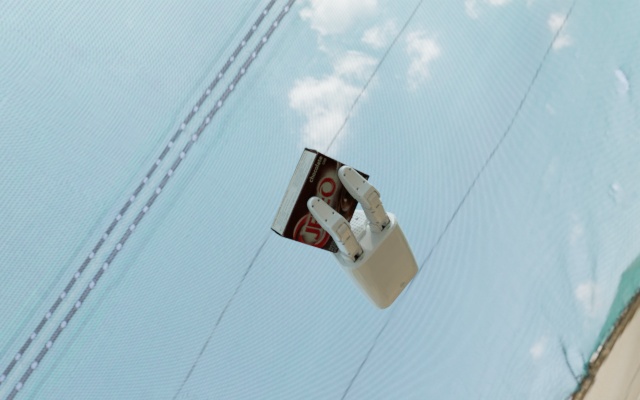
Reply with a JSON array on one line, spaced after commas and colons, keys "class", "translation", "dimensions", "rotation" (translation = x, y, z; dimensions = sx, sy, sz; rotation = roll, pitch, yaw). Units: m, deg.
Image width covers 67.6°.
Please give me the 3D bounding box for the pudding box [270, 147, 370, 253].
[{"class": "pudding box", "translation": [0.000, 0.002, 0.599], "dimensions": [0.090, 0.113, 0.039], "rotation": [21, 1, -38]}]
